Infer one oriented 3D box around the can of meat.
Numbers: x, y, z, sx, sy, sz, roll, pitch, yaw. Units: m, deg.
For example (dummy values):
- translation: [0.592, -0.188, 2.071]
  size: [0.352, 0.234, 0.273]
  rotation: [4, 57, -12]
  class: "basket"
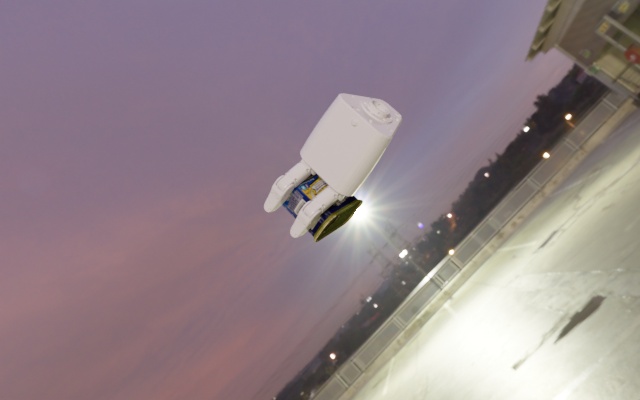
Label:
- translation: [0.000, 0.002, 0.711]
  size: [0.102, 0.084, 0.057]
  rotation: [-28, -22, -50]
  class: "can of meat"
